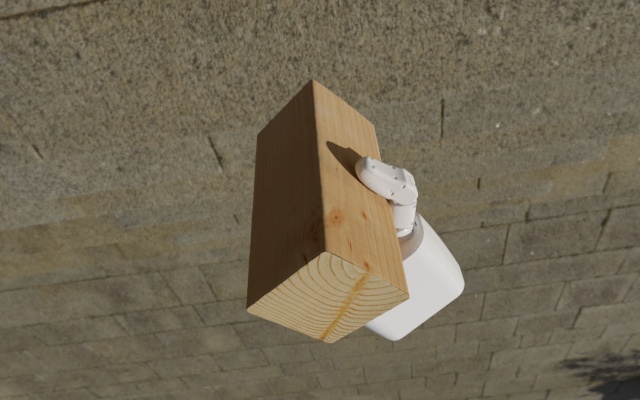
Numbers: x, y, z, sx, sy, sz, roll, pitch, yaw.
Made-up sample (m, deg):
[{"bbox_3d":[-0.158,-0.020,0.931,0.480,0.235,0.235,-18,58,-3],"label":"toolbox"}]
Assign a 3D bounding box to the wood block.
[{"bbox_3d":[0.001,0.001,0.419,0.090,0.206,0.091,31,-54,-31],"label":"wood block"}]
